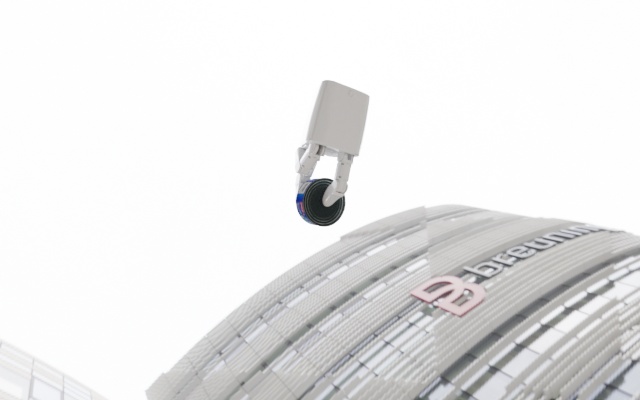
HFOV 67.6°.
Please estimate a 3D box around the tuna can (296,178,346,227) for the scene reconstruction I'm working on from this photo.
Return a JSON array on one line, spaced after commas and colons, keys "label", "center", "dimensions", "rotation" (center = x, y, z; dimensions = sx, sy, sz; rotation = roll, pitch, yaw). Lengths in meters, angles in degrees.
[{"label": "tuna can", "center": [0.000, 0.003, 0.838], "dimensions": [0.086, 0.086, 0.034], "rotation": [0, 2, -30]}]
